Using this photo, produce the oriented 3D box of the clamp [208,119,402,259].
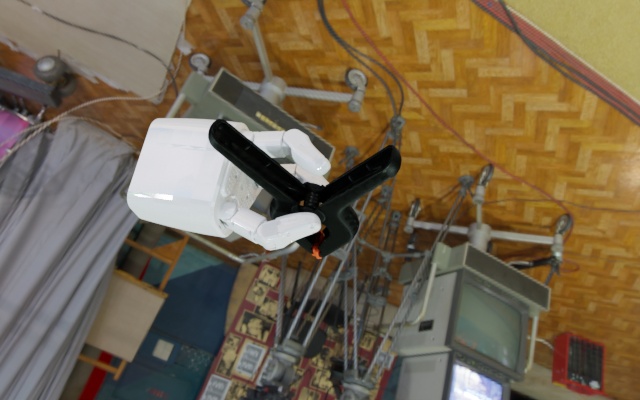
[{"bbox_3d":[0.000,0.002,0.465,0.164,0.036,0.210,7,-31,17],"label":"clamp"}]
